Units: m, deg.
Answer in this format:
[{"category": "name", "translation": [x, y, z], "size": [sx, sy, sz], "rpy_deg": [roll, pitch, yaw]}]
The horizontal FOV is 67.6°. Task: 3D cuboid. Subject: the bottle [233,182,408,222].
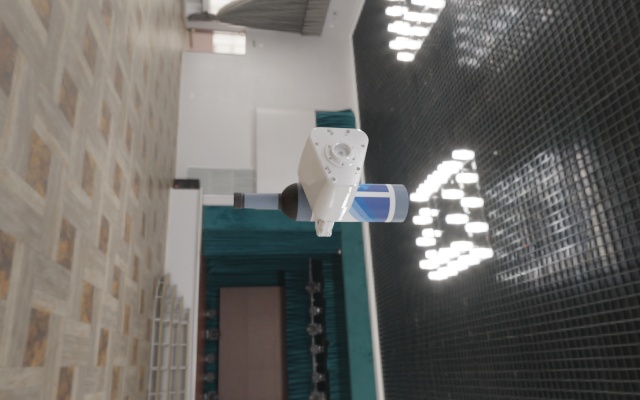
[{"category": "bottle", "translation": [0.000, 0.003, 0.822], "size": [0.296, 0.069, 0.069], "rpy_deg": [1, 0, -11]}]
